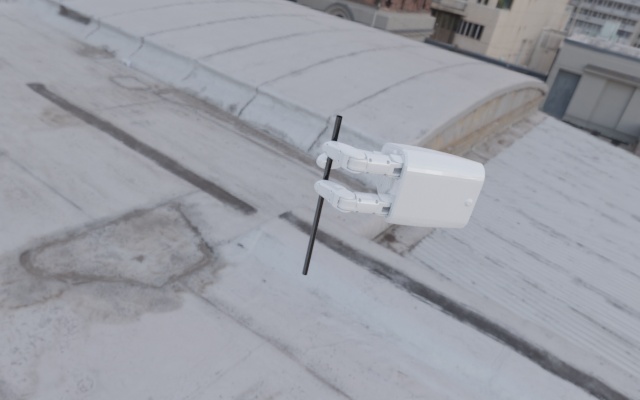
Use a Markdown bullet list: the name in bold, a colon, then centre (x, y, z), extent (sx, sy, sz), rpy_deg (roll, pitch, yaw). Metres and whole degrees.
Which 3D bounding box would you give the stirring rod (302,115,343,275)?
- **stirring rod**: centre (0.000, 0.002, 0.634), extent (0.011, 0.240, 0.011), rpy_deg (10, 28, -5)
